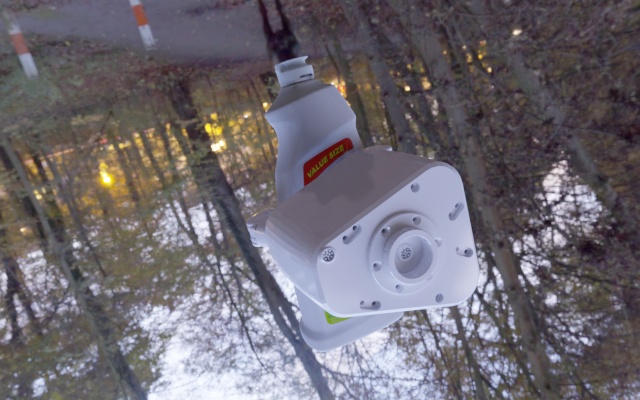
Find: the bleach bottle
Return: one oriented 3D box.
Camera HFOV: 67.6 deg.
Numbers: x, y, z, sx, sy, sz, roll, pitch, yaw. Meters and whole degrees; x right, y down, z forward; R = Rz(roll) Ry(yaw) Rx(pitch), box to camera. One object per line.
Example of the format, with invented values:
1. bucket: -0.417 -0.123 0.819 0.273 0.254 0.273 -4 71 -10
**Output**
1. bleach bottle: 0.000 0.001 0.431 0.102 0.251 0.068 -19 14 -15
